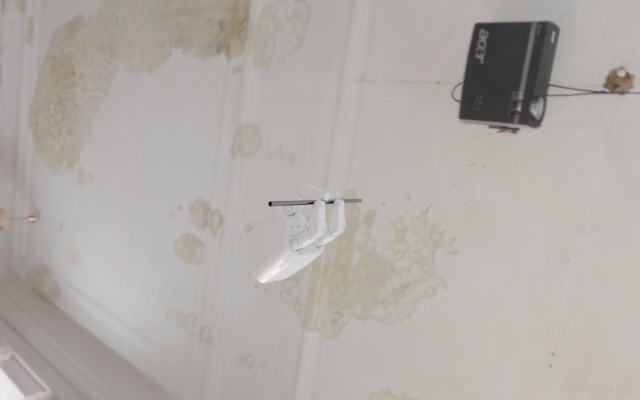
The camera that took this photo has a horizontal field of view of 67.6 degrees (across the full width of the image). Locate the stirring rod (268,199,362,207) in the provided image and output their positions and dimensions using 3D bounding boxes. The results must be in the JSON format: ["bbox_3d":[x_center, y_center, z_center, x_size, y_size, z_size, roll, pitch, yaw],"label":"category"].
[{"bbox_3d":[0.000,0.003,0.802,0.011,0.011,0.239,0,1,39],"label":"stirring rod"}]
